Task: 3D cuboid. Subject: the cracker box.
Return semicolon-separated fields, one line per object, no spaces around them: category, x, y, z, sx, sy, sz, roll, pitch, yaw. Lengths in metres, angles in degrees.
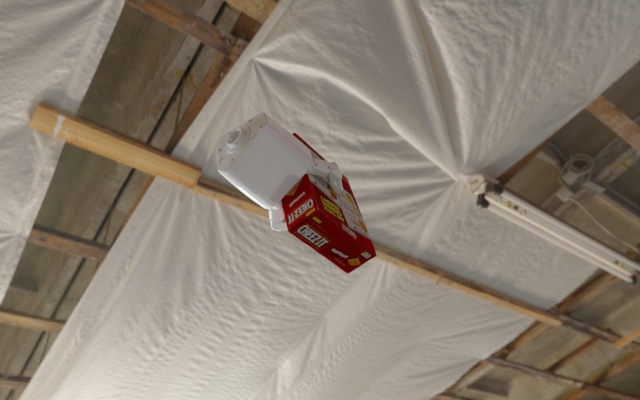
cracker box;0.000;0.003;0.839;0.072;0.213;0.164;-37;-50;18
